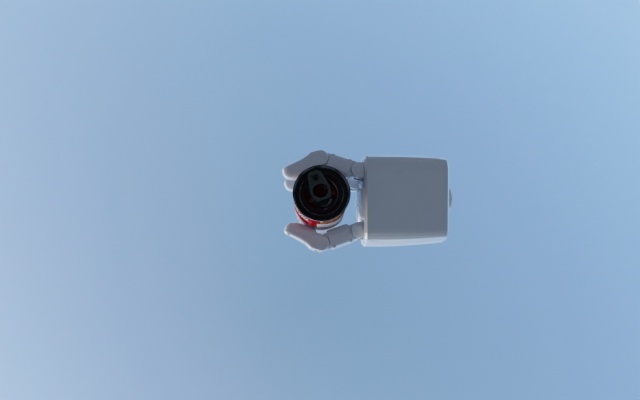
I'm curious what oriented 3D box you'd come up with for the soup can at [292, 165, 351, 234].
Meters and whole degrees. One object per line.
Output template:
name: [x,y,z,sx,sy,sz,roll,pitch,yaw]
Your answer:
soup can: [0.000,0.002,0.603,0.068,0.068,0.102,0,-13,-1]
